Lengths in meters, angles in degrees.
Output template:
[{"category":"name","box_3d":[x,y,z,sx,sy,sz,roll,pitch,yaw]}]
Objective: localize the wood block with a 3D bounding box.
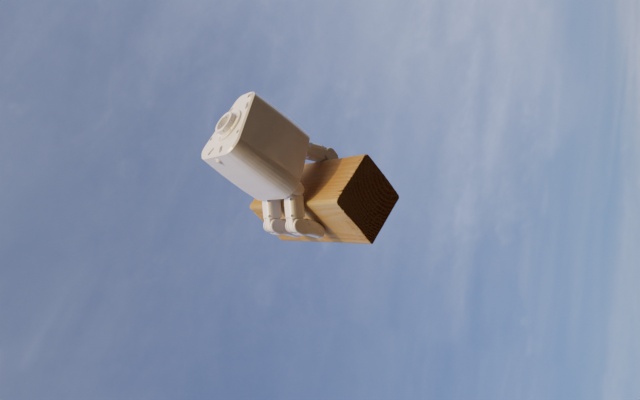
[{"category":"wood block","box_3d":[0.000,0.002,0.715,0.206,0.090,0.090,-3,-44,50]}]
